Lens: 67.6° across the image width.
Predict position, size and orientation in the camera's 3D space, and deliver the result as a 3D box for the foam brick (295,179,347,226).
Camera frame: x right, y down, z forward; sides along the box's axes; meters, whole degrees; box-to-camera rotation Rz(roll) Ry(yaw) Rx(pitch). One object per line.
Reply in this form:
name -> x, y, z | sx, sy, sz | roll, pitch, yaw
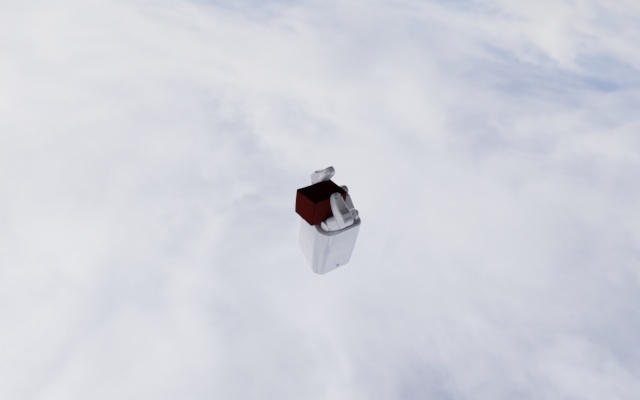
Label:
foam brick -> 0.000, 0.003, 0.859 | 0.078, 0.051, 0.053 | -19, 44, -35
